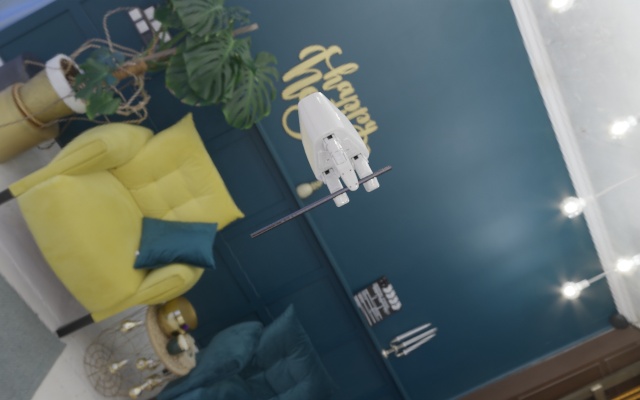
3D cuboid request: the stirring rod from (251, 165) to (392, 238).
[{"bbox_3d":[0.000,0.002,0.737,0.239,0.011,0.011,-27,-2,4],"label":"stirring rod"}]
